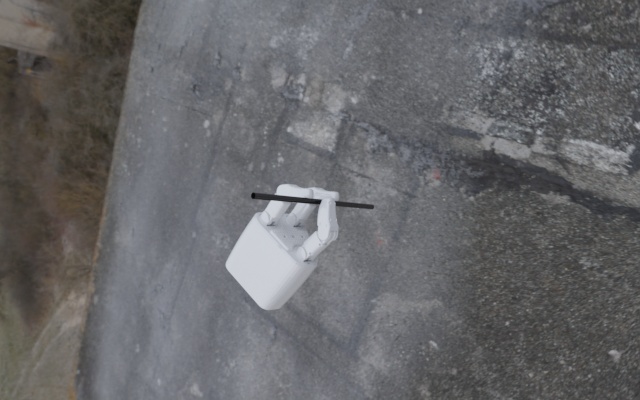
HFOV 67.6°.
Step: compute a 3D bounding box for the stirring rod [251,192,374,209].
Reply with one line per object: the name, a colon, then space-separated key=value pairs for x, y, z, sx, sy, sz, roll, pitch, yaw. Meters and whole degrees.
stirring rod: x=0.000 y=0.002 z=0.663 sx=0.011 sy=0.011 sz=0.239 roll=0 pitch=-4 yaw=43
